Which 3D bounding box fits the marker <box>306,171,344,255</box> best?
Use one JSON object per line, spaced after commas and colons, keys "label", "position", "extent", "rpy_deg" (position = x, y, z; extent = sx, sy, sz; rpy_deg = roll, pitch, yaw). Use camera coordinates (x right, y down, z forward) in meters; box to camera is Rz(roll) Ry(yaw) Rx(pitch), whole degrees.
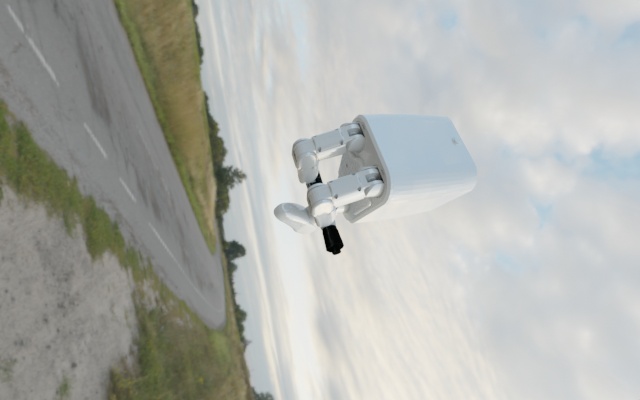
{"label": "marker", "position": [0.000, 0.002, 0.503], "extent": [0.020, 0.121, 0.020], "rpy_deg": [-14, -28, -8]}
